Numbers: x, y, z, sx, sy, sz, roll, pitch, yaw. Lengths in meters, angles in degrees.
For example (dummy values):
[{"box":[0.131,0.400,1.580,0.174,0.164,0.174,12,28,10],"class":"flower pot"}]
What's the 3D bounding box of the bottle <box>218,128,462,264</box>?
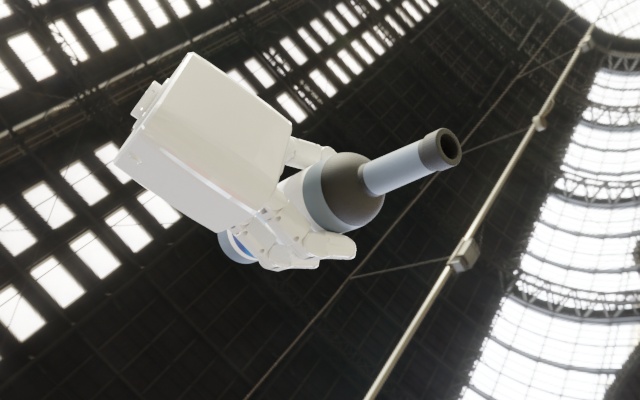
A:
[{"box":[0.000,0.002,0.437,0.069,0.069,0.296,0,-15,-38],"class":"bottle"}]
